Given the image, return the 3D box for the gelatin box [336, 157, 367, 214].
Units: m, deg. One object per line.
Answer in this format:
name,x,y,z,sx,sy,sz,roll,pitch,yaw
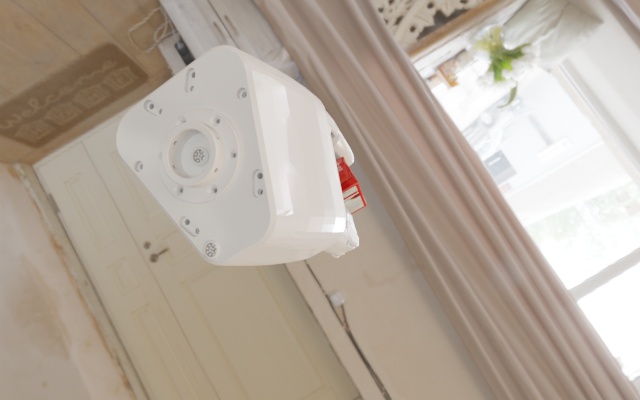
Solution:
gelatin box,0.000,0.002,0.429,0.073,0.030,0.089,-30,-16,3
